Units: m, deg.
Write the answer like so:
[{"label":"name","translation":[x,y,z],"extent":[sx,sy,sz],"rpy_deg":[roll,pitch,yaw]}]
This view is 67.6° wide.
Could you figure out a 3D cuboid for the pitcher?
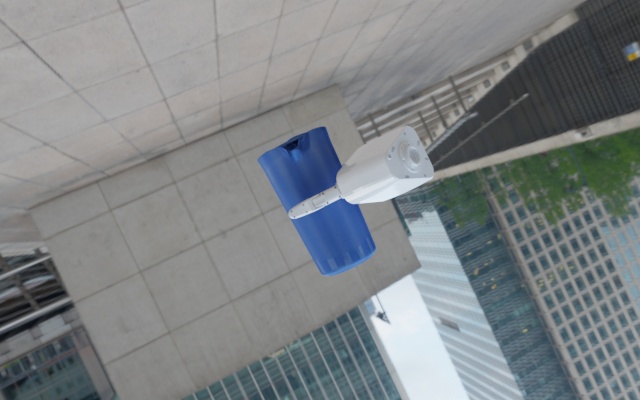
[{"label":"pitcher","translation":[0.000,0.003,0.847],"extent":[0.145,0.243,0.149],"rpy_deg":[-25,1,44]}]
